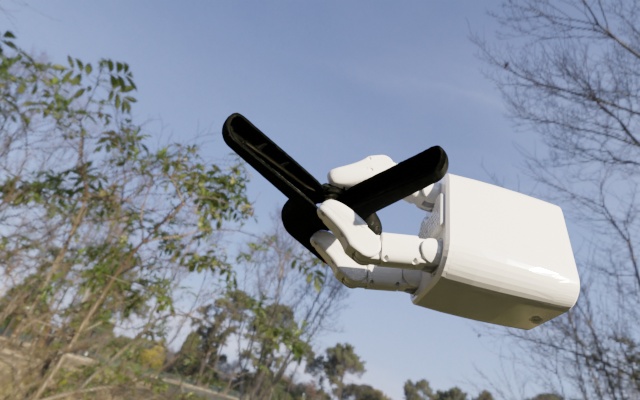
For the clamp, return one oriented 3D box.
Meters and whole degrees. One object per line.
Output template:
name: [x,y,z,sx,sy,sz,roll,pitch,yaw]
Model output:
clamp: [0.000,0.001,0.418,0.164,0.036,0.210,15,-29,1]
